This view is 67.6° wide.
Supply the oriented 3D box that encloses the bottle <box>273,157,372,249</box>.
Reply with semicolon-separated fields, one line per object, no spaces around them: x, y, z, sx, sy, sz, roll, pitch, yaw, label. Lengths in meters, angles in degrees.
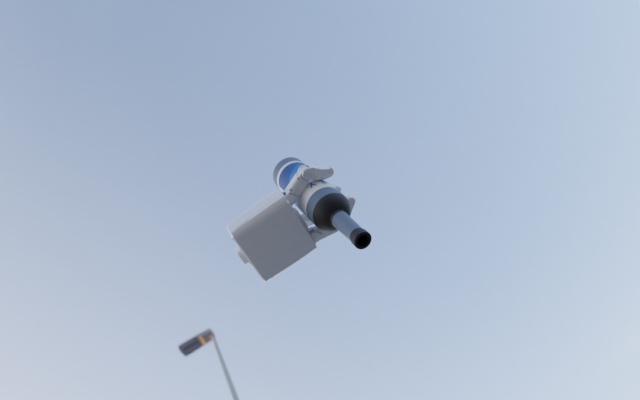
0.000;0.002;0.786;0.069;0.069;0.295;0;21;-26;bottle
